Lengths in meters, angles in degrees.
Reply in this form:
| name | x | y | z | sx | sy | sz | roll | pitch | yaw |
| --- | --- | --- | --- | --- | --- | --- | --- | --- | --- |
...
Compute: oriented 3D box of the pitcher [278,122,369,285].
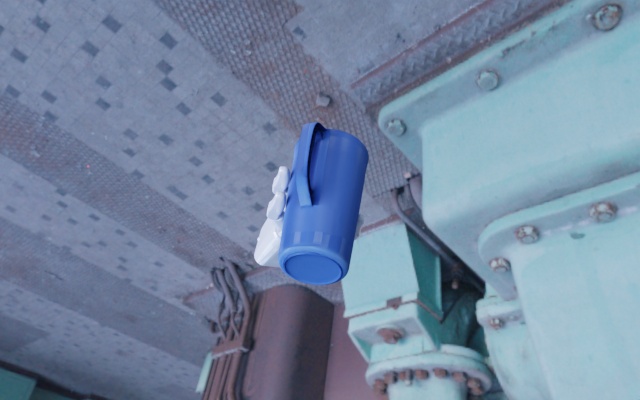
| name | x | y | z | sx | sy | sz | roll | pitch | yaw |
| --- | --- | --- | --- | --- | --- | --- | --- | --- | --- |
| pitcher | 0.000 | 0.003 | 0.773 | 0.149 | 0.242 | 0.145 | 23 | -40 | -17 |
